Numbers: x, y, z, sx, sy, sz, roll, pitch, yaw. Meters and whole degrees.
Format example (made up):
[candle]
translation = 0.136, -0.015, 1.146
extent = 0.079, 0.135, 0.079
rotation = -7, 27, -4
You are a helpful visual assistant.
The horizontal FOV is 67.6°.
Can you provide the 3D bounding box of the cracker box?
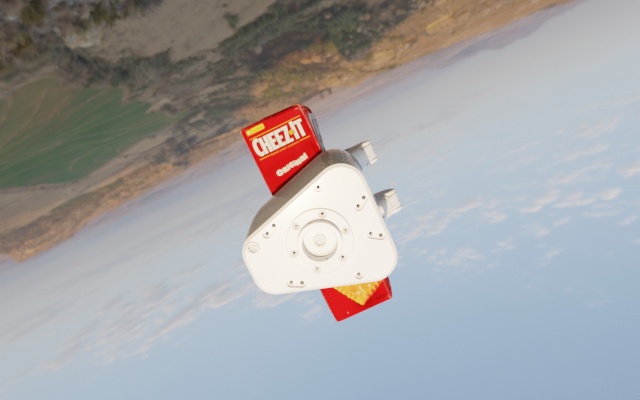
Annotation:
[cracker box]
translation = 0.000, 0.002, 0.536
extent = 0.072, 0.214, 0.164
rotation = -25, 9, 4
